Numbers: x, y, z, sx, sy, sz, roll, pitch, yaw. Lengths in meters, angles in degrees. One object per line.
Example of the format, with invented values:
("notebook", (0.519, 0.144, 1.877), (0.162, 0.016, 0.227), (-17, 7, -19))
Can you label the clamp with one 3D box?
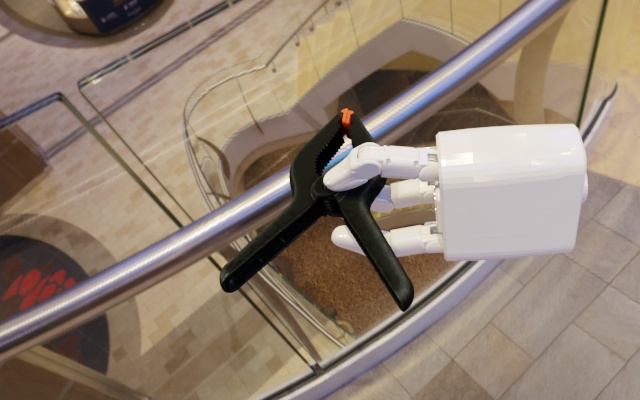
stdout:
("clamp", (0.000, 0.001, 0.438), (0.164, 0.209, 0.036), (-3, -36, 12))
